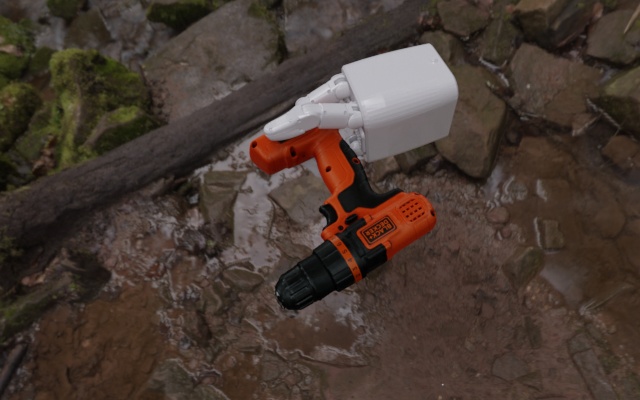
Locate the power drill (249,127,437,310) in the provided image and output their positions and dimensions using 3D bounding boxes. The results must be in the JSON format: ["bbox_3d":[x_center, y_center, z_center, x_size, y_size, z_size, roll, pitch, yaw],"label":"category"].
[{"bbox_3d":[0.000,0.001,0.509,0.184,0.187,0.057,-30,-21,-13],"label":"power drill"}]
